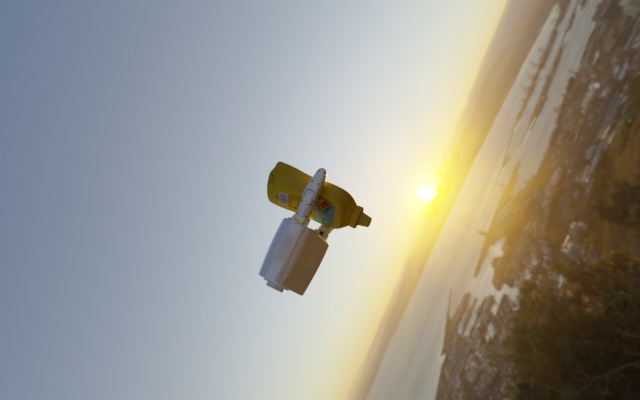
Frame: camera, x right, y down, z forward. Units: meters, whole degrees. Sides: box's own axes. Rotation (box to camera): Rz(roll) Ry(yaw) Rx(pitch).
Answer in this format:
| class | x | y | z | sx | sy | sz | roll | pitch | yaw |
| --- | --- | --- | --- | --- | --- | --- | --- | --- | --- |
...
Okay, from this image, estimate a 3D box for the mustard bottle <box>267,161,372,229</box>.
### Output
| class | x | y | z | sx | sy | sz | roll | pitch | yaw |
| --- | --- | --- | --- | --- | --- | --- | --- | --- | --- |
| mustard bottle | 0.000 | 0.002 | 0.847 | 0.191 | 0.058 | 0.096 | 23 | -36 | 12 |
